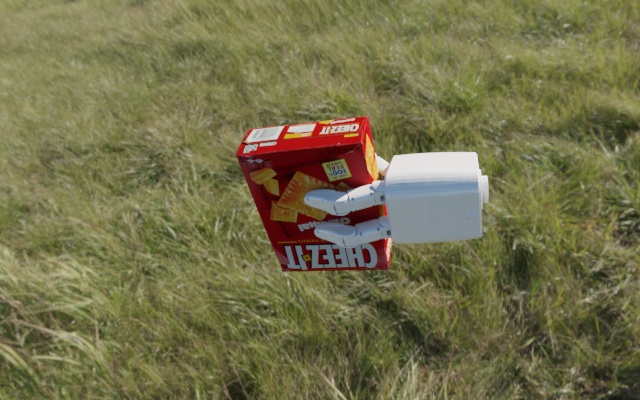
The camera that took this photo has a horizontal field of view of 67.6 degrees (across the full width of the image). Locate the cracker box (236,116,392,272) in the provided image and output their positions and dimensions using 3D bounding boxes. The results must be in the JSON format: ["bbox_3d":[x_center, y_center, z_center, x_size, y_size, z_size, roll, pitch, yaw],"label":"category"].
[{"bbox_3d":[0.000,0.002,0.644,0.164,0.214,0.072,-3,38,17],"label":"cracker box"}]
